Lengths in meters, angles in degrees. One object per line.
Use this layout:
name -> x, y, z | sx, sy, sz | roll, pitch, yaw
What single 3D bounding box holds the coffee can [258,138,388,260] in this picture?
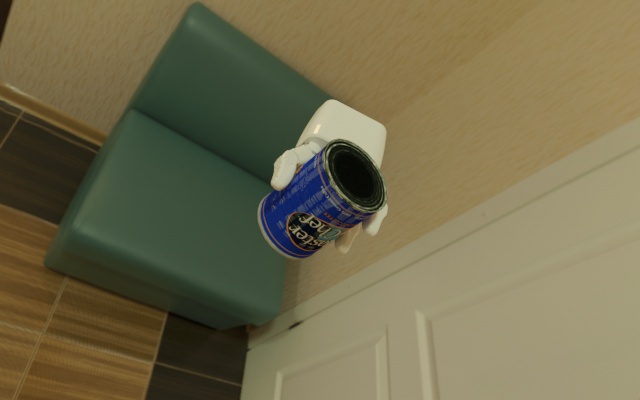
coffee can -> 0.000, 0.002, 0.610 | 0.103, 0.102, 0.140 | 0, -28, -45
